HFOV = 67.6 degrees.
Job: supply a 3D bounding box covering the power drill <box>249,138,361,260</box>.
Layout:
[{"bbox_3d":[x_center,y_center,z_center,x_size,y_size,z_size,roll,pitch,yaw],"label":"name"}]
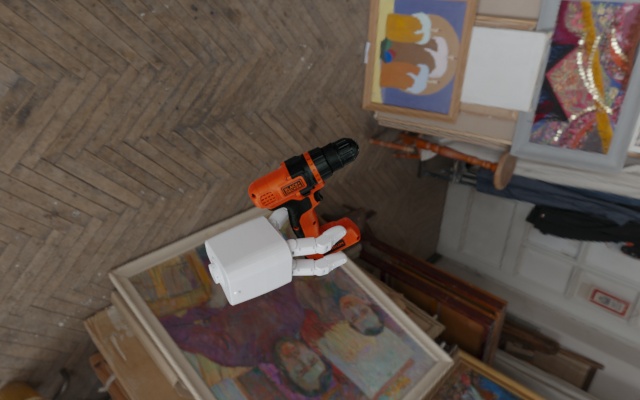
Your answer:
[{"bbox_3d":[0.000,0.003,0.779,0.184,0.188,0.057,-26,36,2],"label":"power drill"}]
